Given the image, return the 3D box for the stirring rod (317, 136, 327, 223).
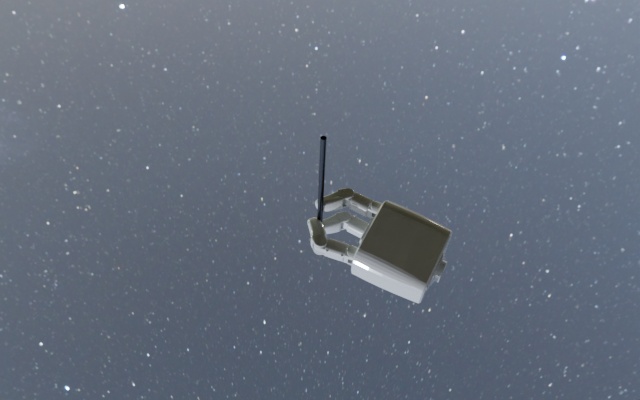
[{"bbox_3d":[0.000,0.002,0.684,0.011,0.011,0.240,0,-42,-2],"label":"stirring rod"}]
